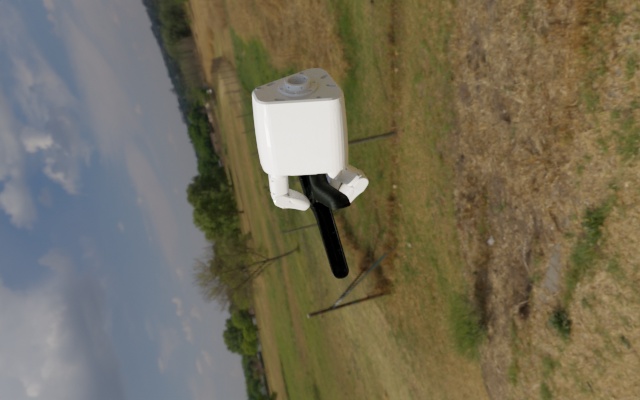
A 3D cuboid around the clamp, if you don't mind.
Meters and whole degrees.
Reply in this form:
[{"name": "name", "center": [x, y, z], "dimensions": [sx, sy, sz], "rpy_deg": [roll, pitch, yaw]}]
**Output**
[{"name": "clamp", "center": [-0.001, 0.002, 0.707], "dimensions": [0.036, 0.165, 0.209], "rpy_deg": [-14, 41, -12]}]
